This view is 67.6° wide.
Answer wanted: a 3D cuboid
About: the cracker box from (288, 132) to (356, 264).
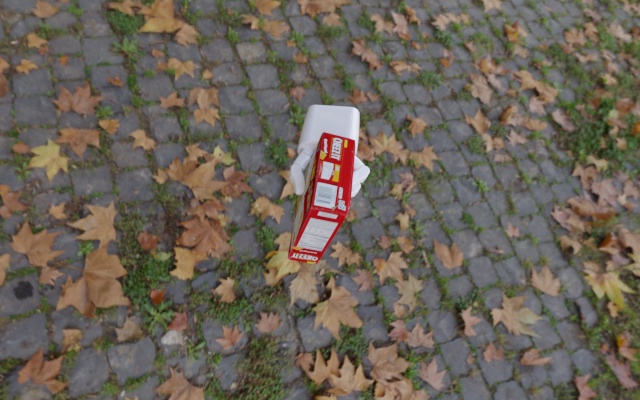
[{"bbox_3d":[0.000,0.003,0.899,0.072,0.164,0.214,13,-32,-8],"label":"cracker box"}]
